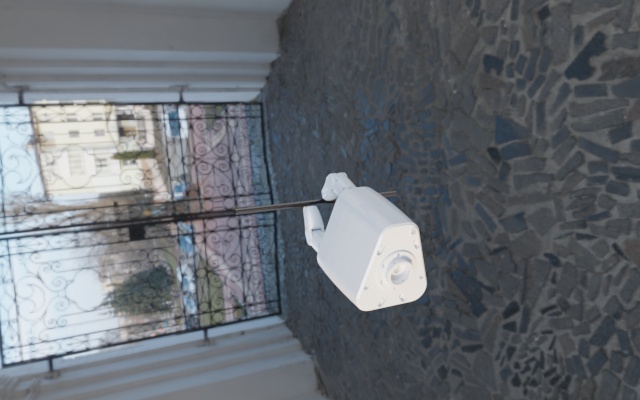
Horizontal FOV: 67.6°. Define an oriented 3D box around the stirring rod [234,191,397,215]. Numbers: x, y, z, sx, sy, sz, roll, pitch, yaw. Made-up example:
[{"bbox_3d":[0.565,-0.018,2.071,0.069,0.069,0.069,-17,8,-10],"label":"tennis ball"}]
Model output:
[{"bbox_3d":[0.000,0.002,0.663,0.239,0.011,0.011,-6,2,-22],"label":"stirring rod"}]
